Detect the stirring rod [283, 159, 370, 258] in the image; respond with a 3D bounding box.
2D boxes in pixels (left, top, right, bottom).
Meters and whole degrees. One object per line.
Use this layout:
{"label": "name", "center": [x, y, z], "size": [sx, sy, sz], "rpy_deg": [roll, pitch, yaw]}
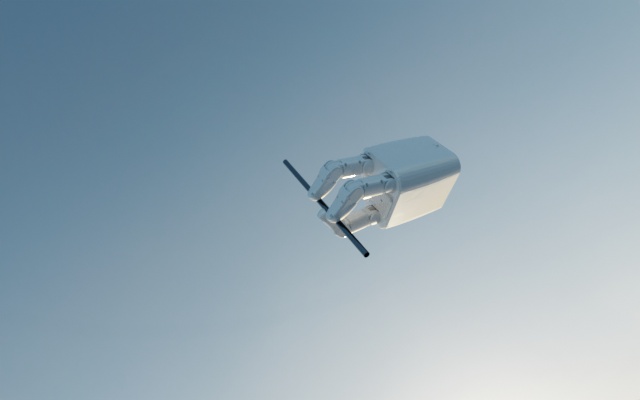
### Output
{"label": "stirring rod", "center": [0.000, 0.002, 0.648], "size": [0.011, 0.011, 0.239], "rpy_deg": [0, 31, -32]}
